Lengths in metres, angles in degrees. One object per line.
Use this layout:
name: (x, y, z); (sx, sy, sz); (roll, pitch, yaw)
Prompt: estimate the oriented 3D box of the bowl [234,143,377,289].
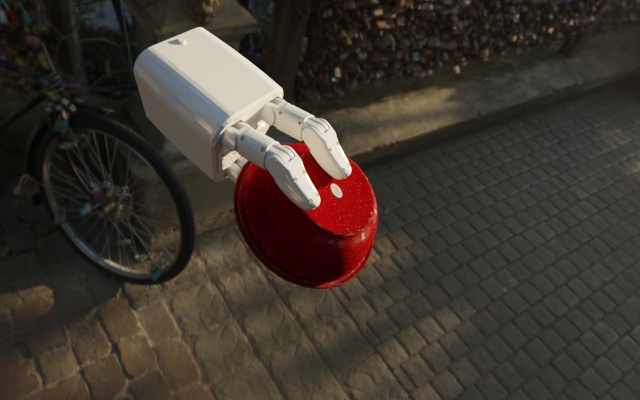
bowl: (0.001, 0.002, 0.470); (0.162, 0.162, 0.055); (0, -25, -33)
